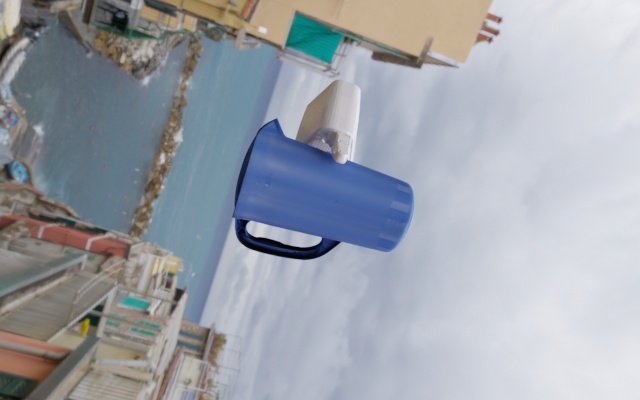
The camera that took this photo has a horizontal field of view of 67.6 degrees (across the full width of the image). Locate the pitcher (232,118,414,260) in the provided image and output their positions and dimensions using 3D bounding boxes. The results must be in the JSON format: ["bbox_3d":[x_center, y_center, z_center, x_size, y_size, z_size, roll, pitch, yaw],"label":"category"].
[{"bbox_3d":[0.000,0.002,0.684,0.243,0.145,0.149,17,-35,-9],"label":"pitcher"}]
